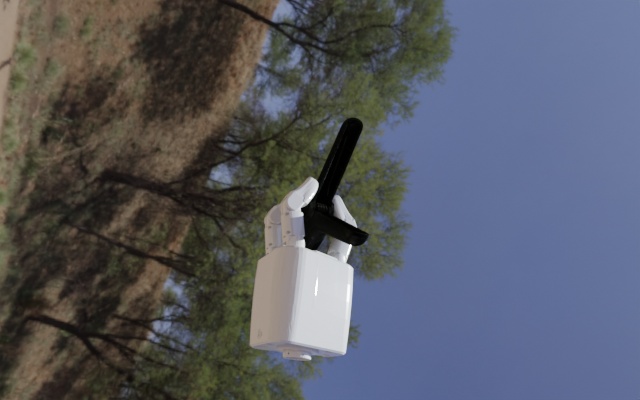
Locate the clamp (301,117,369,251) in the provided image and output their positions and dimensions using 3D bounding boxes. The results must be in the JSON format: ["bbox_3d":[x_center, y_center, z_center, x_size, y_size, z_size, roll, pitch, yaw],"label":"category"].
[{"bbox_3d":[0.001,0.003,0.611,0.036,0.164,0.210,15,-26,-23],"label":"clamp"}]
